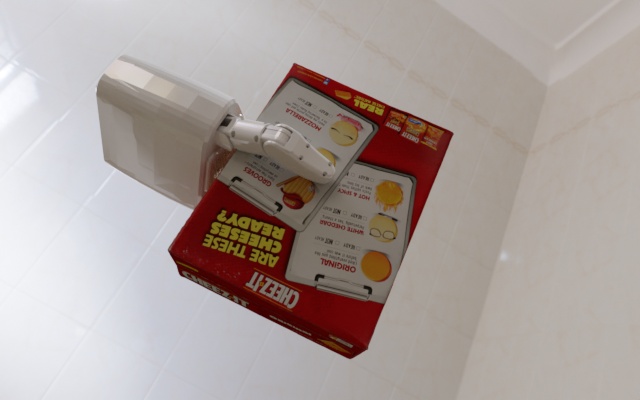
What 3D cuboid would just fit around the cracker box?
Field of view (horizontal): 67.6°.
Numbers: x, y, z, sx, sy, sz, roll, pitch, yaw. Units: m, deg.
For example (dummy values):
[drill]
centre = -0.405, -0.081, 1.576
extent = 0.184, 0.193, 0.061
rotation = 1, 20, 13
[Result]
[cracker box]
centre = 0.000, 0.001, 0.417
extent = 0.164, 0.213, 0.072
rotation = 25, -27, 5
